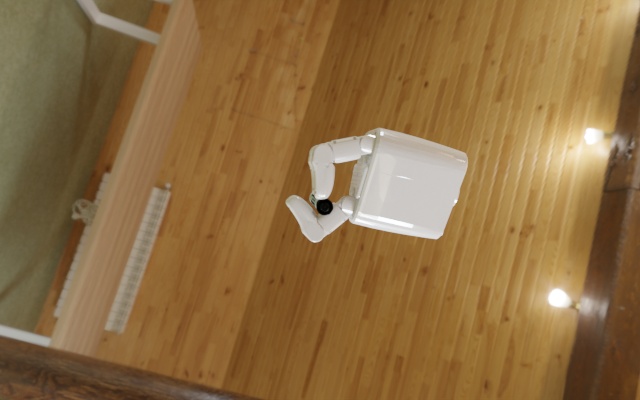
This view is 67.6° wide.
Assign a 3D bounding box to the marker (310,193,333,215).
[{"bbox_3d":[0.000,0.002,0.574,0.020,0.020,0.121,0,5,-5],"label":"marker"}]
